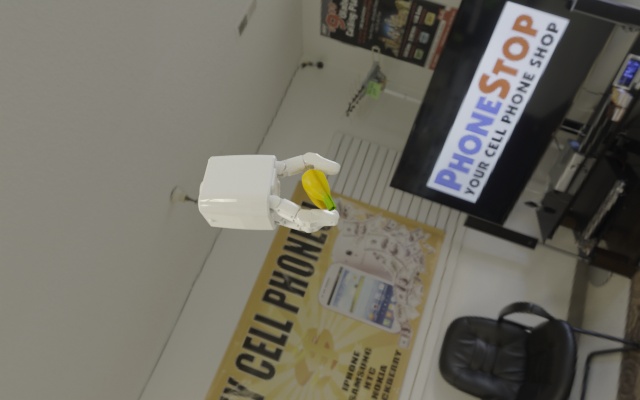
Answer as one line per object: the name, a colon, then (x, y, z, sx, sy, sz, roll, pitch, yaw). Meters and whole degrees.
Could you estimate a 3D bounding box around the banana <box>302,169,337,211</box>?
banana: (-0.005, -0.015, 0.756, 0.037, 0.069, 0.198, -17, 1, 0)
